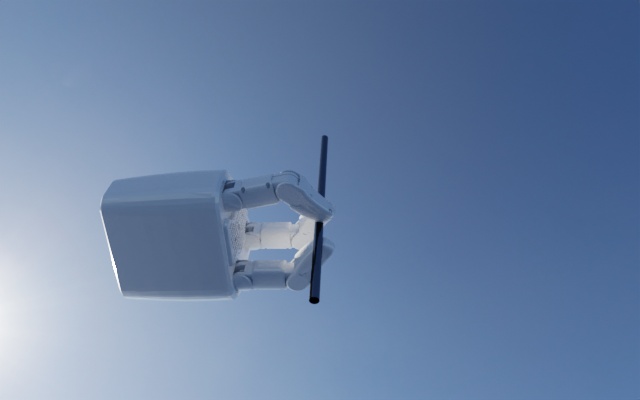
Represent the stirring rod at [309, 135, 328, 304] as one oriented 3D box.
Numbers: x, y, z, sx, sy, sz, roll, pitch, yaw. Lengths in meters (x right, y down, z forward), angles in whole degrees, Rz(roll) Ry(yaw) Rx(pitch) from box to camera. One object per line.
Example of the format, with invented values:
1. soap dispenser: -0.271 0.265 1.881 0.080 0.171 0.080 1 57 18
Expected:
1. stirring rod: 0.000 0.001 0.447 0.011 0.011 0.239 0 37 3
